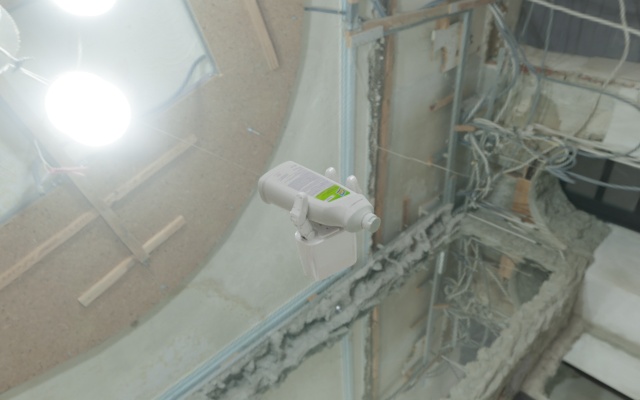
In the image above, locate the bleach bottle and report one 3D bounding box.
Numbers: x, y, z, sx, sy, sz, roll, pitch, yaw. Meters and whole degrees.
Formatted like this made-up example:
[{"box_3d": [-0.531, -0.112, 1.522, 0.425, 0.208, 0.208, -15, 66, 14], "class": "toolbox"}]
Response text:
[{"box_3d": [0.000, 0.003, 0.891, 0.250, 0.068, 0.102, 27, 50, 38], "class": "bleach bottle"}]
